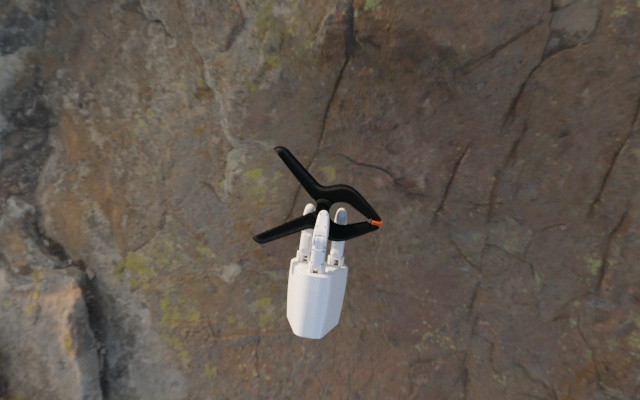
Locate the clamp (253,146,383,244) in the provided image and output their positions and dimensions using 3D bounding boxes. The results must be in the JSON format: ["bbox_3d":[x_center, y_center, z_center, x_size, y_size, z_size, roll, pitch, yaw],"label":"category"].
[{"bbox_3d":[0.001,0.003,0.781,0.210,0.164,0.036,8,7,4],"label":"clamp"}]
